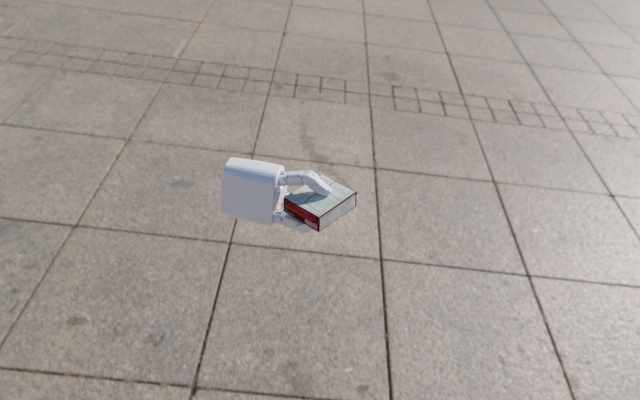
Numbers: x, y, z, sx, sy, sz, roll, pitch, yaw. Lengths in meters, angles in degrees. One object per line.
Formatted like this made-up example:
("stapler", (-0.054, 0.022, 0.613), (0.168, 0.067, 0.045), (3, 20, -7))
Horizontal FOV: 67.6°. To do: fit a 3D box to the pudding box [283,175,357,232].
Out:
("pudding box", (0.000, 0.003, 0.892), (0.090, 0.039, 0.113), (30, 46, 31))
